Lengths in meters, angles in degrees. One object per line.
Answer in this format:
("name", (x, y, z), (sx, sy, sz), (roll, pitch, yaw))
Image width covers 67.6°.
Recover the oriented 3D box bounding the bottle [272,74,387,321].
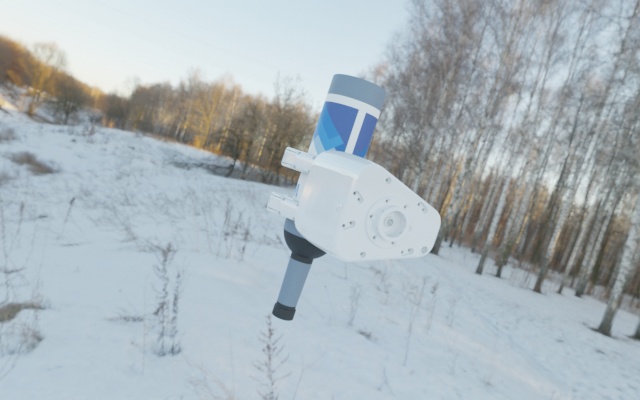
("bottle", (0.000, 0.002, 0.572), (0.069, 0.296, 0.069), (18, 4, -1))
